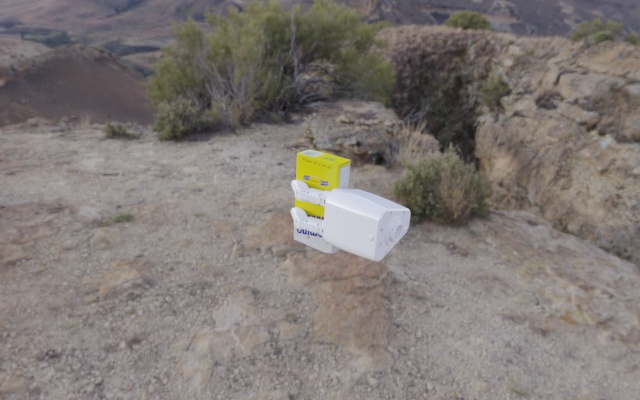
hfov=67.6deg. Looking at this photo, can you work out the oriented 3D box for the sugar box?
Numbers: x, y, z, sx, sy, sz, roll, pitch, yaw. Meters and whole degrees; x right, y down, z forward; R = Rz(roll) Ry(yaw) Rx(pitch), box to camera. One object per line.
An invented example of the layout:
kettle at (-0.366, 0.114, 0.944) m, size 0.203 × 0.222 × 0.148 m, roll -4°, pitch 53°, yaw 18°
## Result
sugar box at (0.000, 0.003, 0.867) m, size 0.093 × 0.176 × 0.048 m, roll 19°, pitch 26°, yaw 32°
